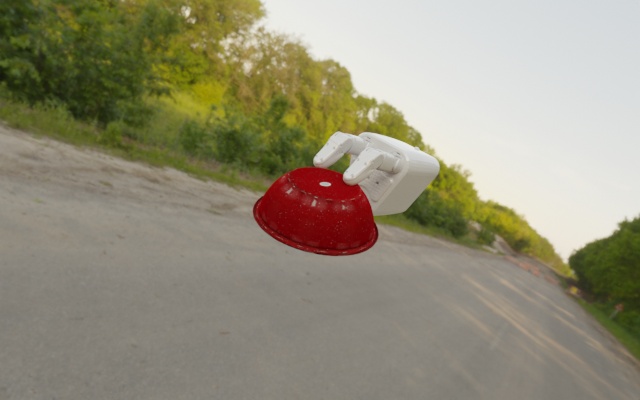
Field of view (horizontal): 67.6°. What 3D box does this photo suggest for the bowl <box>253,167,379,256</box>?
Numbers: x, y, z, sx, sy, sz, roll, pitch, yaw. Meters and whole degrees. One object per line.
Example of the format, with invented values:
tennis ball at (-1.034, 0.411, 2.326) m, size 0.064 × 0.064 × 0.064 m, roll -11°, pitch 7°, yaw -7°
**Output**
bowl at (0.000, 0.002, 0.590) m, size 0.162 × 0.055 × 0.162 m, roll 11°, pitch 26°, yaw -5°
